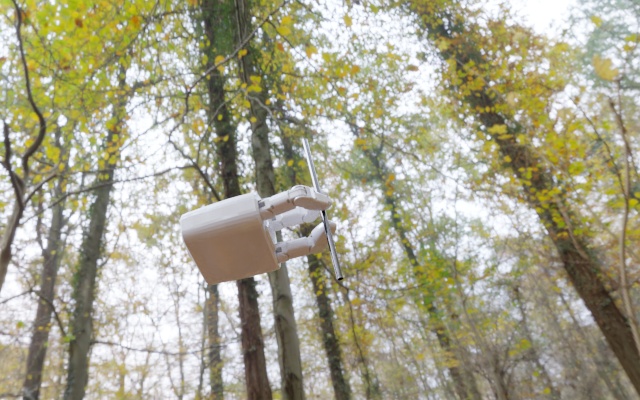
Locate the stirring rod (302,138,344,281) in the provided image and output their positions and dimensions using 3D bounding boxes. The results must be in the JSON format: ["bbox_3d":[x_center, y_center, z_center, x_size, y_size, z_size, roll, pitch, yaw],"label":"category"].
[{"bbox_3d":[0.000,0.002,0.654,0.011,0.239,0.011,-9,-37,-7],"label":"stirring rod"}]
